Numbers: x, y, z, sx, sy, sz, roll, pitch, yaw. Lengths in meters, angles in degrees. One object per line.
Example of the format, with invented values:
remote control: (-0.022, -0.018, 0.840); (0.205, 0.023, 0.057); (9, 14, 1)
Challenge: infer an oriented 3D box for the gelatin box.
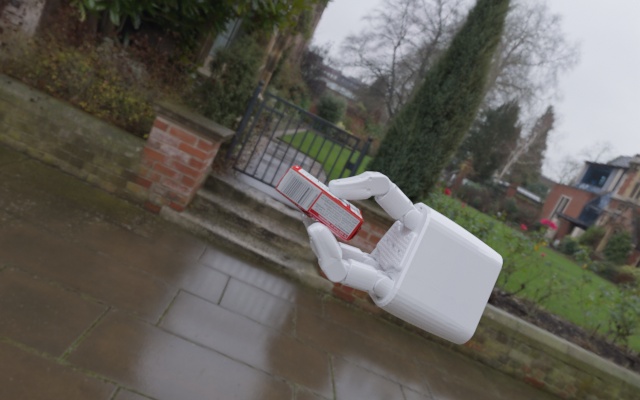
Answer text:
gelatin box: (0.000, 0.001, 0.483); (0.089, 0.030, 0.073); (37, 6, -3)
